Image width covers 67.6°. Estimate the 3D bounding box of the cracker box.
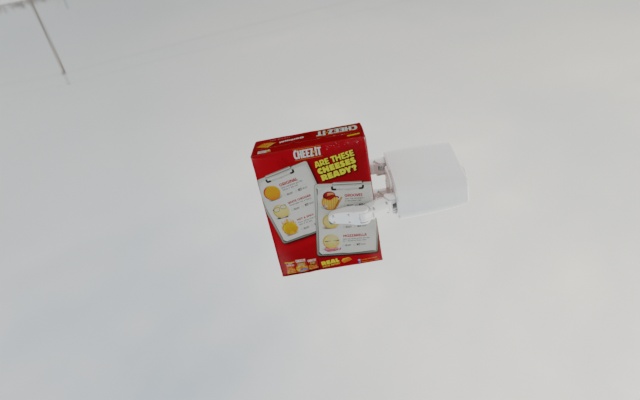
[{"bbox_3d":[0.000,0.003,0.732,0.164,0.214,0.072,-10,28,3],"label":"cracker box"}]
